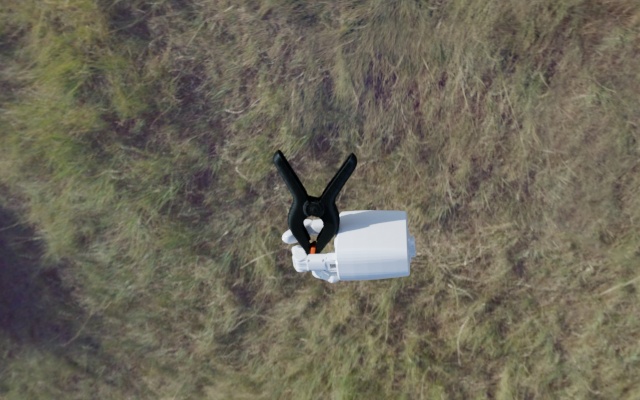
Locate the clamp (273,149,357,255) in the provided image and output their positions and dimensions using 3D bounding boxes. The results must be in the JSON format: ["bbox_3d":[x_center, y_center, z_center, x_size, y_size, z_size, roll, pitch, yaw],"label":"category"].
[{"bbox_3d":[0.000,0.003,0.709,0.120,0.171,0.039,-3,23,11],"label":"clamp"}]
